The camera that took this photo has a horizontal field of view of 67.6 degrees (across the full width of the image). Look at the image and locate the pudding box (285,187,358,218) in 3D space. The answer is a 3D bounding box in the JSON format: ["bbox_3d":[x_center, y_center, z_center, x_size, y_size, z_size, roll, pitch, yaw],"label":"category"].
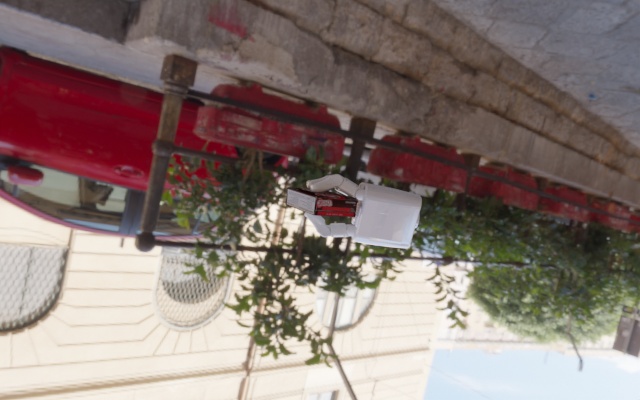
[{"bbox_3d":[0.000,0.003,0.875,0.090,0.039,0.113,5,5,-33],"label":"pudding box"}]
